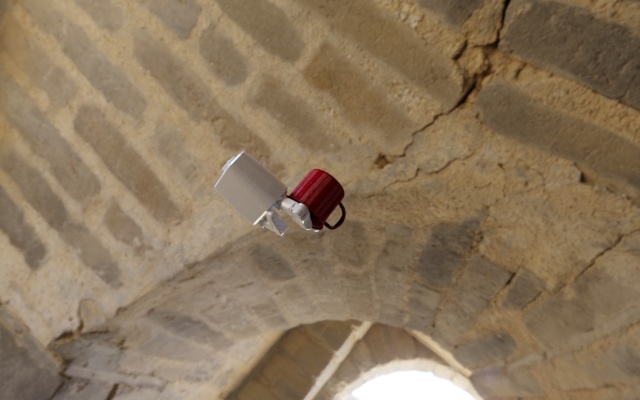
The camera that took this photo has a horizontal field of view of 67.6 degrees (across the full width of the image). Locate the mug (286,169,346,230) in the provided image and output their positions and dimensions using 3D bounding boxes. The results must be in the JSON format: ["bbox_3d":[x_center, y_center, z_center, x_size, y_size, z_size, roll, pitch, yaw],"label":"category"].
[{"bbox_3d":[0.001,0.004,0.895,0.117,0.081,0.093,42,-20,-8],"label":"mug"}]
